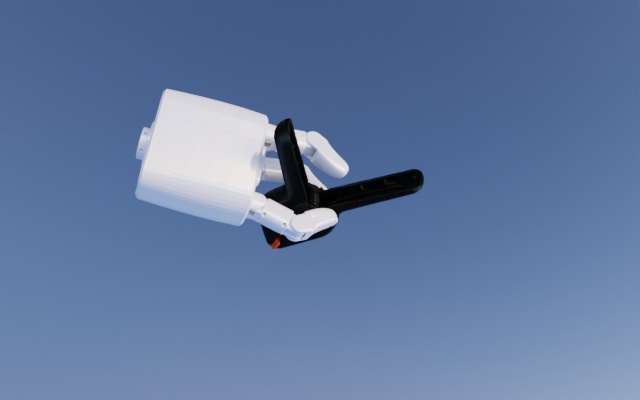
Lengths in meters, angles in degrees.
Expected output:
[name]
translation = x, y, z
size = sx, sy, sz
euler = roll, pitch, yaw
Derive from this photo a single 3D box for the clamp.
[clamp]
translation = 0.000, 0.003, 0.529
size = 0.164, 0.036, 0.210
euler = 15, -36, -17
